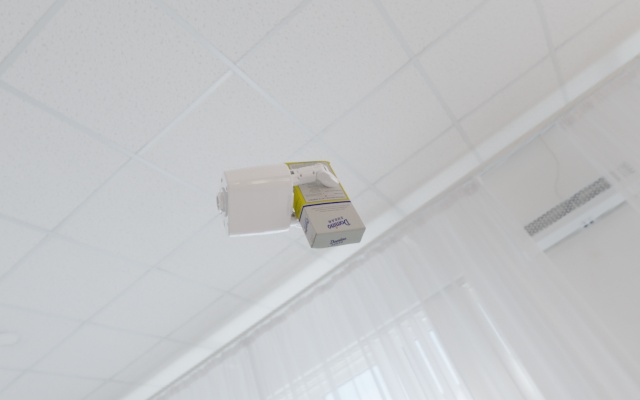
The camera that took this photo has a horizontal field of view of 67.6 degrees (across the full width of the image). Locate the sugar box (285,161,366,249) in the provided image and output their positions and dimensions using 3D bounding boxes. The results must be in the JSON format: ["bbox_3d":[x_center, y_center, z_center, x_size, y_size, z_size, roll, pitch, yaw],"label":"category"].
[{"bbox_3d":[0.000,0.003,0.830,0.093,0.176,0.048,-5,-42,-23],"label":"sugar box"}]
